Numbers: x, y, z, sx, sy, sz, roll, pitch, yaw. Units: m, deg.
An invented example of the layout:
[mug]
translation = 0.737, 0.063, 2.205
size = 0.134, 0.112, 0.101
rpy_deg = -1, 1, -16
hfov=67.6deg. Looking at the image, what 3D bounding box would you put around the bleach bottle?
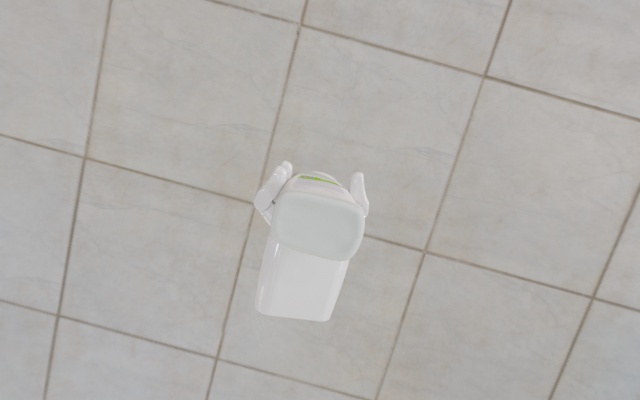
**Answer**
[bleach bottle]
translation = 0.000, 0.002, 0.620
size = 0.102, 0.068, 0.250
rpy_deg = 15, 12, 0
